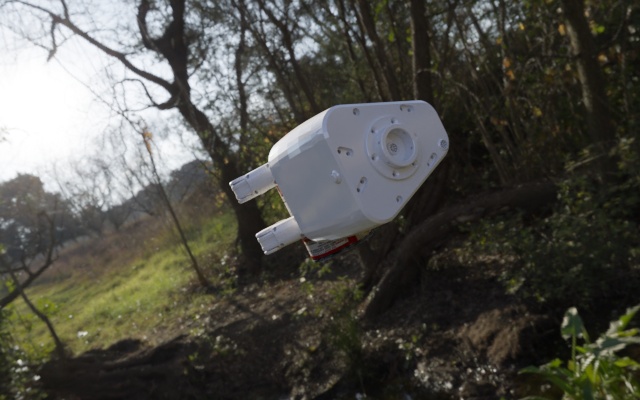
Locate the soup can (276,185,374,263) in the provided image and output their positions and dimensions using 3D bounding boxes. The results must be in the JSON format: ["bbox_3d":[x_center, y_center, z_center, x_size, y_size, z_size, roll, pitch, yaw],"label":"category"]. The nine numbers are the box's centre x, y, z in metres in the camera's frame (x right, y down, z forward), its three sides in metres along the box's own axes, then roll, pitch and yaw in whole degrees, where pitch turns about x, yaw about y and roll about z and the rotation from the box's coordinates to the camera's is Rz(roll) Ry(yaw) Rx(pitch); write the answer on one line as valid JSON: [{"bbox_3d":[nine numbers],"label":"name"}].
[{"bbox_3d":[0.000,0.001,0.477,0.068,0.102,0.068,-27,3,1],"label":"soup can"}]
